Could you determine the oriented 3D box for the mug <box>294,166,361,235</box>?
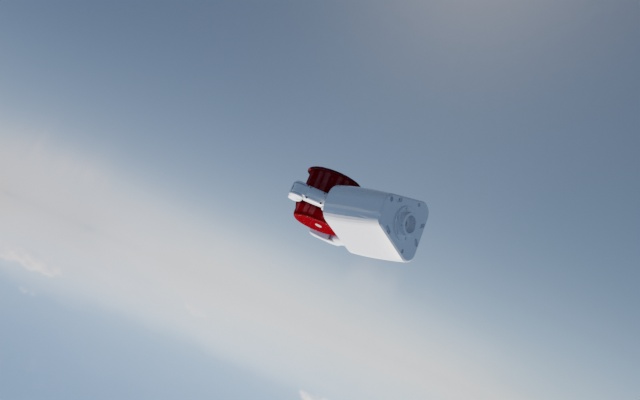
[{"bbox_3d":[-0.001,0.003,0.765,0.117,0.081,0.093,6,-22,48],"label":"mug"}]
